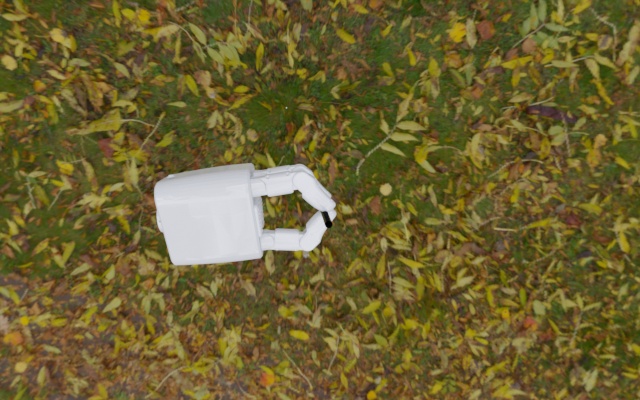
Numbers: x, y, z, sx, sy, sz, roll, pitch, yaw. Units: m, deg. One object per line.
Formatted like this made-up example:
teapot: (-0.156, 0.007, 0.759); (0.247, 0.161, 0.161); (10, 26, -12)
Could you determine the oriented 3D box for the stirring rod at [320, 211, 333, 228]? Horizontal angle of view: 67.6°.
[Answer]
stirring rod: (0.000, 0.002, 0.611); (0.011, 0.011, 0.239); (0, 11, -4)
